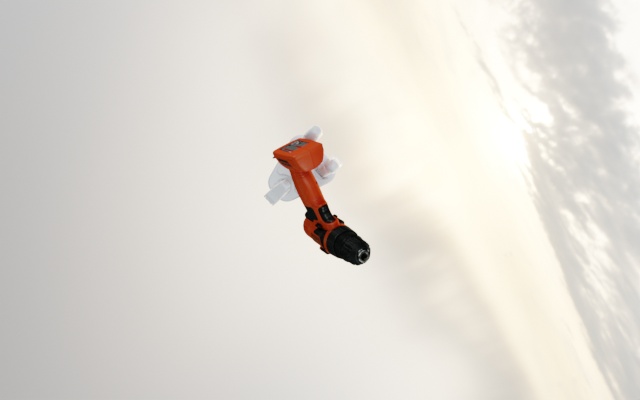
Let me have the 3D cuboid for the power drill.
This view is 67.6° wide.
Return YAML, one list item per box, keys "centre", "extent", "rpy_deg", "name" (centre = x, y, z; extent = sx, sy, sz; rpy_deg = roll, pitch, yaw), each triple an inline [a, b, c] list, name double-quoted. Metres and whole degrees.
- centre: [0.000, 0.002, 0.737]
  extent: [0.057, 0.188, 0.184]
  rpy_deg: [-28, 23, -19]
  name: "power drill"
